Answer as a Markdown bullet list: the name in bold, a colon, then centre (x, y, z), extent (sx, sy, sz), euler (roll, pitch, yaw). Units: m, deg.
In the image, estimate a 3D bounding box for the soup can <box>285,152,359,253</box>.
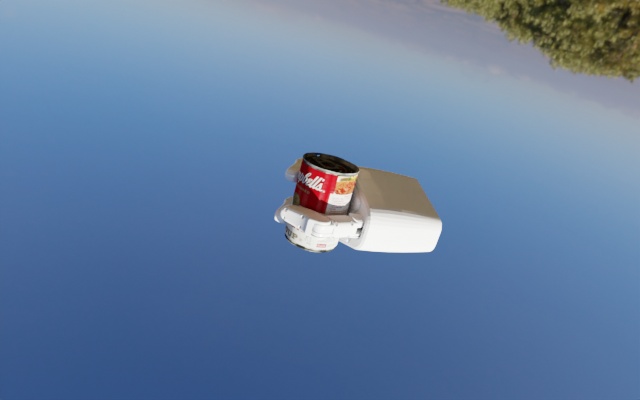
- **soup can**: centre (0.000, 0.002, 0.569), extent (0.068, 0.102, 0.068), euler (13, 21, -5)
